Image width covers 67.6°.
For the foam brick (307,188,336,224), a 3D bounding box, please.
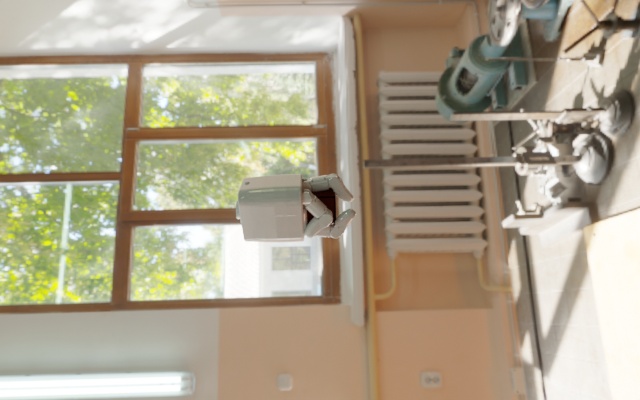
[{"bbox_3d":[0.000,0.003,0.859,0.051,0.053,0.078,-3,21,-1],"label":"foam brick"}]
